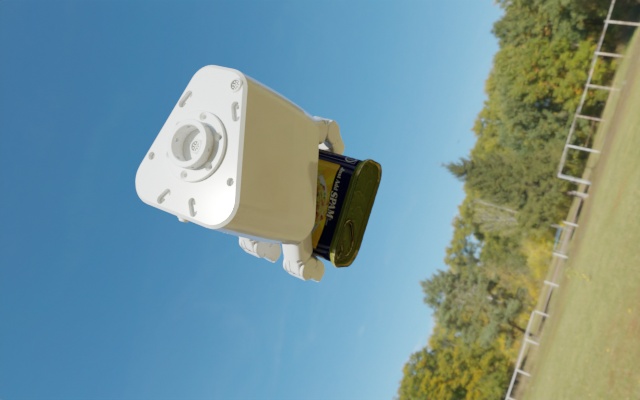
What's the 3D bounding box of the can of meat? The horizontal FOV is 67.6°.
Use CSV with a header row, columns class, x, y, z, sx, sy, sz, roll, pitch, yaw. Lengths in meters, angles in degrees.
class,x,y,z,sx,sy,sz,roll,pitch,yaw
can of meat,0.000,0.001,0.452,0.084,0.102,0.057,18,3,26
